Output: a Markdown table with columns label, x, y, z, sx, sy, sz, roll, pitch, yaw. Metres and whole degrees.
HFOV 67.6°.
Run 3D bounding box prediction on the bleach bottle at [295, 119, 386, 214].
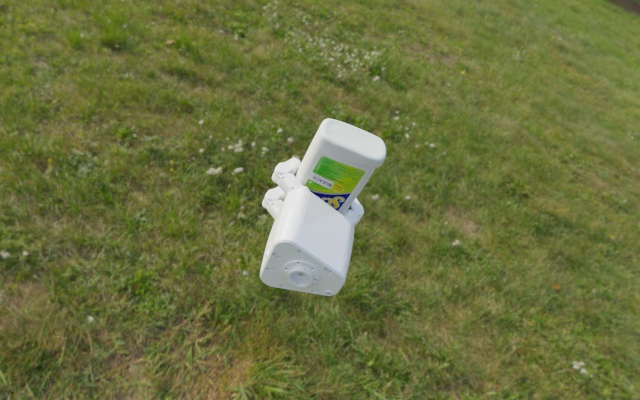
| label | x | y | z | sx | sy | sz | roll | pitch | yaw |
| --- | --- | --- | --- | --- | --- | --- | --- | --- | --- |
| bleach bottle | 0.000 | 0.002 | 0.726 | 0.102 | 0.251 | 0.068 | 21 | 38 | -7 |
